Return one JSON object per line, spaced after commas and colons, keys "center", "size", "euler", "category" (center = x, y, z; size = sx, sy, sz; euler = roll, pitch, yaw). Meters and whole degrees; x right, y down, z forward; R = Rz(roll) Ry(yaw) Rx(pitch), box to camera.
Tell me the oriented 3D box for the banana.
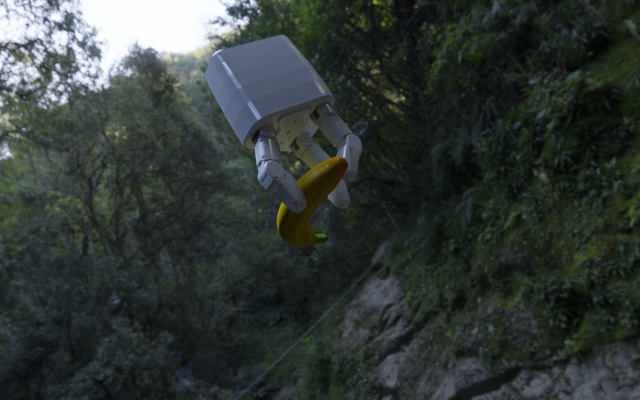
{"center": [-0.016, 0.011, 0.549], "size": [0.069, 0.037, 0.198], "euler": [-24, -21, -18], "category": "banana"}
